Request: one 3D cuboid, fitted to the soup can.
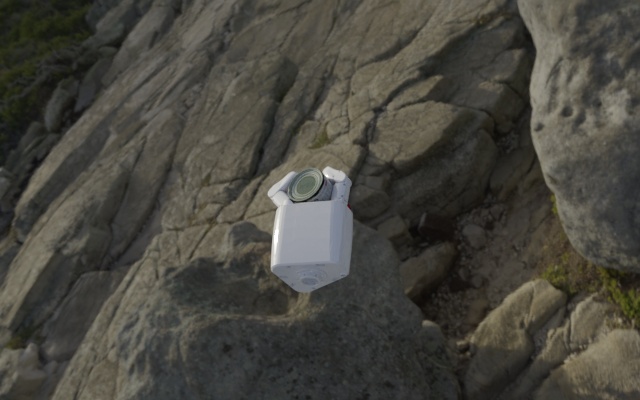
[{"bbox_3d":[0.000,0.002,0.781,0.068,0.068,0.102,0,-33,36],"label":"soup can"}]
